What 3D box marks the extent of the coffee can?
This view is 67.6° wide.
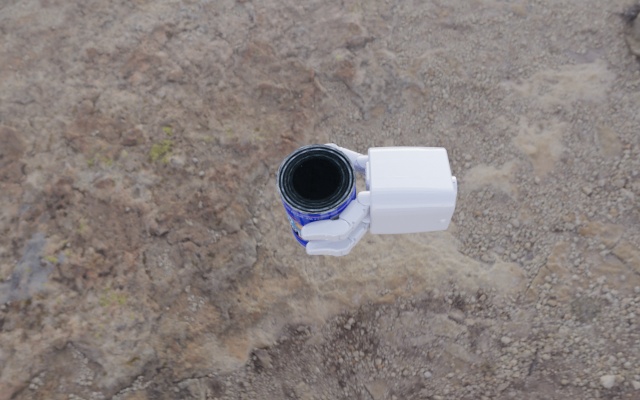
[{"bbox_3d":[0.000,0.002,0.667,0.103,0.102,0.140,0,-26,6],"label":"coffee can"}]
